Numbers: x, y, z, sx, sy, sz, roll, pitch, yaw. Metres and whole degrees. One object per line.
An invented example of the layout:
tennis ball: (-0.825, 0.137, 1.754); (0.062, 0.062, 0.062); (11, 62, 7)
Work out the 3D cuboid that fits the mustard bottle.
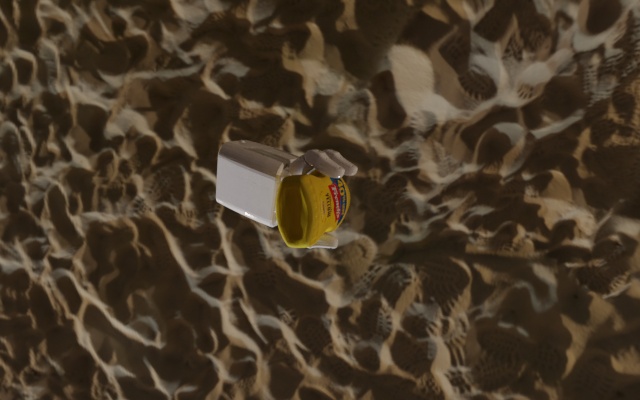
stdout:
mustard bottle: (0.000, 0.002, 0.703); (0.058, 0.096, 0.191); (-3, 8, 22)
